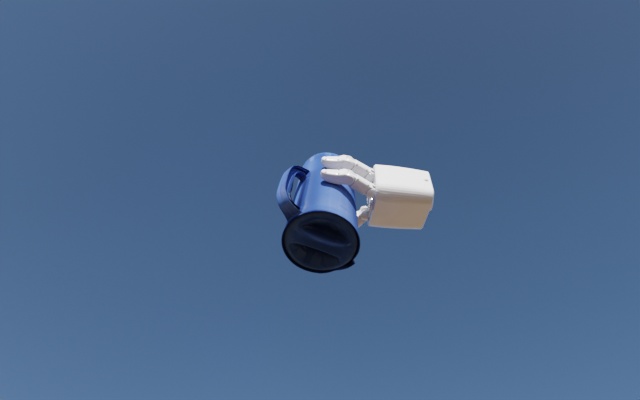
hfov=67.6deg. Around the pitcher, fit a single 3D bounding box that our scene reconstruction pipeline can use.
[{"bbox_3d":[0.000,0.003,0.890,0.145,0.149,0.242,4,33,1],"label":"pitcher"}]
